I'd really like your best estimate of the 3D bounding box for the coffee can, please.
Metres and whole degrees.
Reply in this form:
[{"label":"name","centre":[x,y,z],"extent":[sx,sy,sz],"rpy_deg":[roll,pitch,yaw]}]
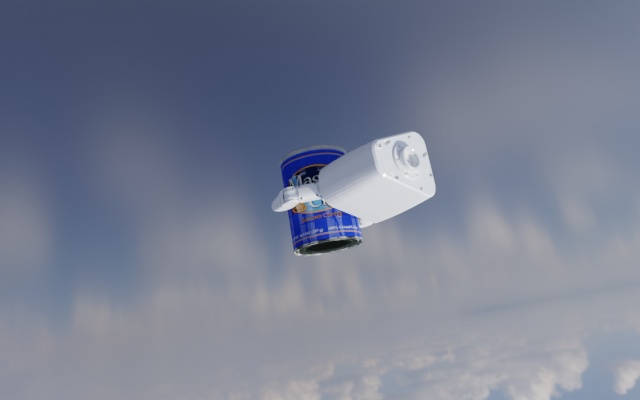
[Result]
[{"label":"coffee can","centre":[0.000,0.002,0.706],"extent":[0.103,0.140,0.103],"rpy_deg":[-9,-16,-3]}]
